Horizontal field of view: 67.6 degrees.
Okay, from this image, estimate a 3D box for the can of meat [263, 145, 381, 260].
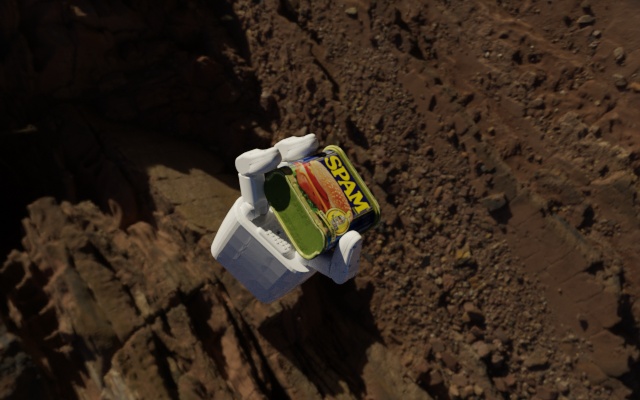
[{"bbox_3d":[0.000,0.002,0.499,0.084,0.102,0.057,-24,-13,-40],"label":"can of meat"}]
